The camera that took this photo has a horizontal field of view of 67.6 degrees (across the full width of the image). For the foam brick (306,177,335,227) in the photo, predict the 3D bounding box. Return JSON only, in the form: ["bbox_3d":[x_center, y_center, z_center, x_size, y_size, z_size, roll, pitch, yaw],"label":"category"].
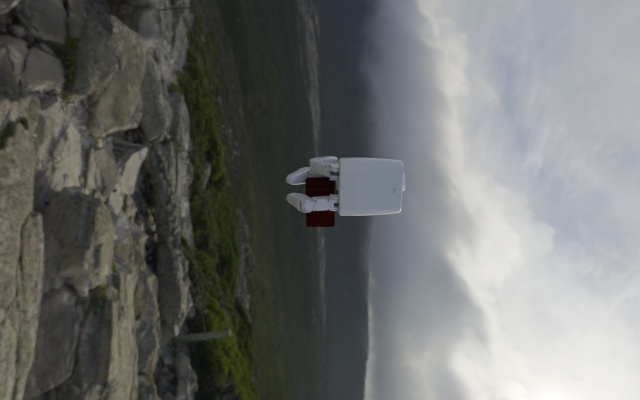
[{"bbox_3d":[0.000,0.003,0.844,0.051,0.078,0.053,0,20,0],"label":"foam brick"}]
